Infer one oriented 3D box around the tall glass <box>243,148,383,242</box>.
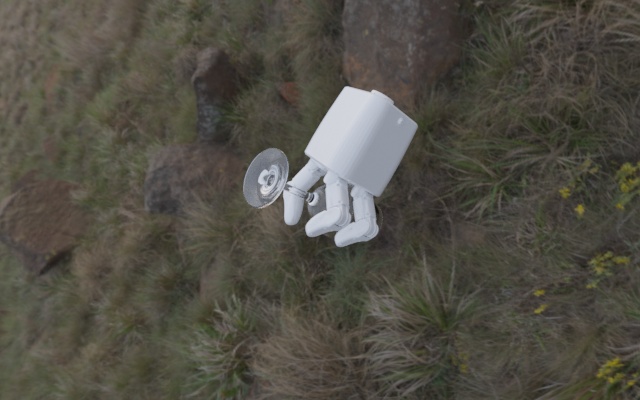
[{"bbox_3d":[0.000,0.002,0.624,0.079,0.079,0.201,0,-17,43],"label":"tall glass"}]
